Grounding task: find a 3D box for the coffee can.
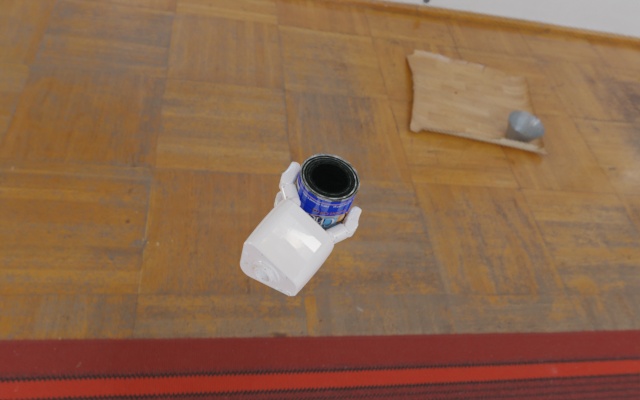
[{"bbox_3d":[0.000,0.003,0.833,0.103,0.102,0.140,0,-37,-17],"label":"coffee can"}]
